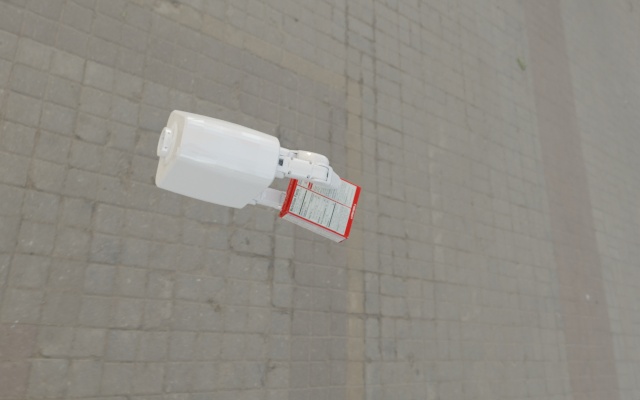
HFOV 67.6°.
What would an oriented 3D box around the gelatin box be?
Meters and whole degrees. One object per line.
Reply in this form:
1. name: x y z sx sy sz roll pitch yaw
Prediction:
1. gelatin box: 0.001 0.002 0.595 0.089 0.073 0.030 24 -25 -16
